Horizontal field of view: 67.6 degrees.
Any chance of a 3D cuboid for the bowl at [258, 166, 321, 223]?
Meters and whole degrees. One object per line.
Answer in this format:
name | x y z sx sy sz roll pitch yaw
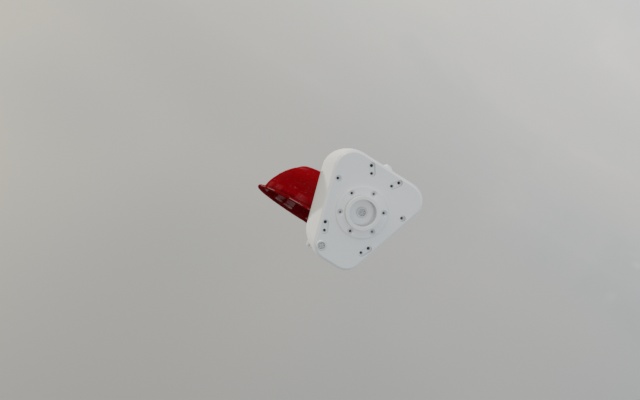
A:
bowl | 0.000 0.002 0.630 0.162 0.055 0.162 30 -9 5
